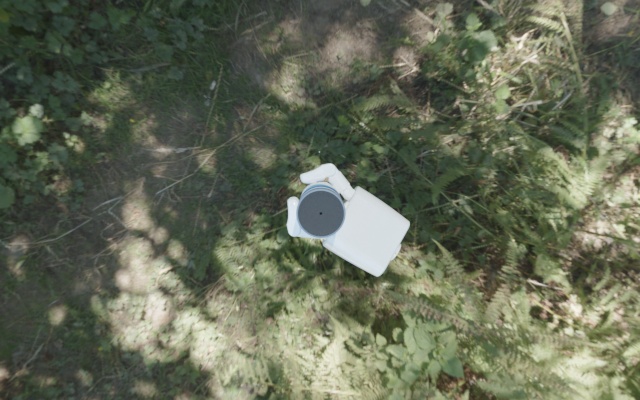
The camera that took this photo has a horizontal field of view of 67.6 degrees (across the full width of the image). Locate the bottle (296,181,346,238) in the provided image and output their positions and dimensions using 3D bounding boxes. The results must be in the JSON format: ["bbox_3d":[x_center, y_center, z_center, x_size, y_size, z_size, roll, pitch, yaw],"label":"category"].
[{"bbox_3d":[0.000,0.003,0.781,0.069,0.069,0.295,0,6,0],"label":"bottle"}]
